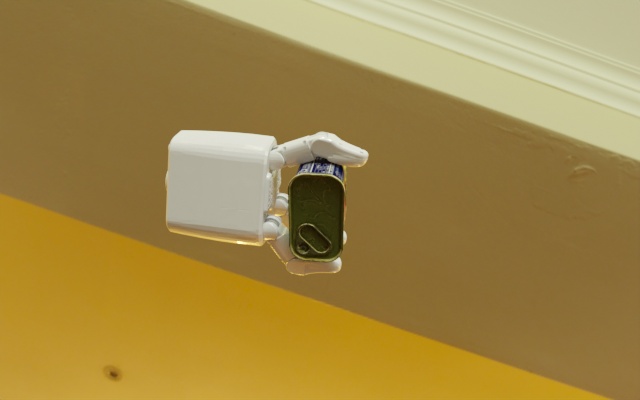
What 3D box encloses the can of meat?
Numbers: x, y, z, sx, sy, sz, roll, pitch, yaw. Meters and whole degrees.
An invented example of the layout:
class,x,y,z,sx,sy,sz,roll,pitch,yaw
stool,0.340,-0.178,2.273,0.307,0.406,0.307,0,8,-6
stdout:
class,x,y,z,sx,sy,sz,roll,pitch,yaw
can of meat,0.000,0.001,0.521,0.057,0.102,0.084,3,27,6
